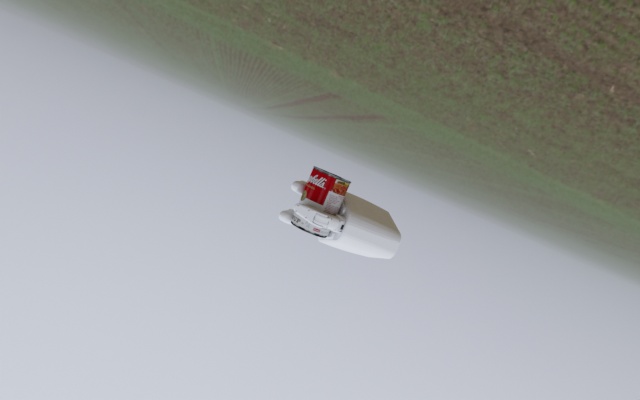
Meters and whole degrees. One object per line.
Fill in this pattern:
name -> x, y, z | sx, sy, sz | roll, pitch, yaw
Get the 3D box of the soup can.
soup can -> 0.000, 0.003, 0.789 | 0.068, 0.102, 0.068 | 23, 5, -2
